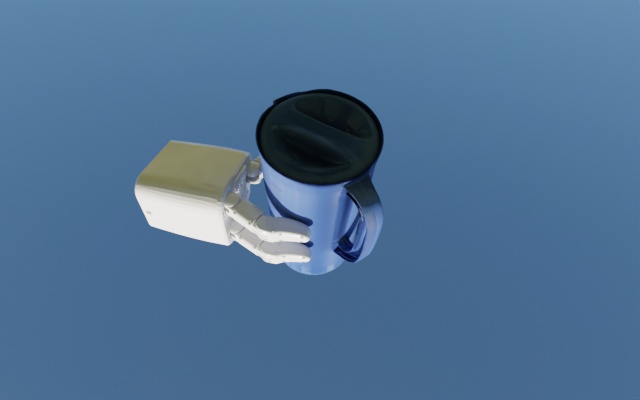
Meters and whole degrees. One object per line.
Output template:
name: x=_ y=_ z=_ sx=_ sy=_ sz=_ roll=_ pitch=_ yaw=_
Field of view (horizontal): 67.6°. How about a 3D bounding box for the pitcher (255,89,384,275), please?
pitcher: x=0.000 y=0.002 z=0.582 sx=0.145 sy=0.149 sz=0.243 roll=10 pitch=-34 yaw=4
